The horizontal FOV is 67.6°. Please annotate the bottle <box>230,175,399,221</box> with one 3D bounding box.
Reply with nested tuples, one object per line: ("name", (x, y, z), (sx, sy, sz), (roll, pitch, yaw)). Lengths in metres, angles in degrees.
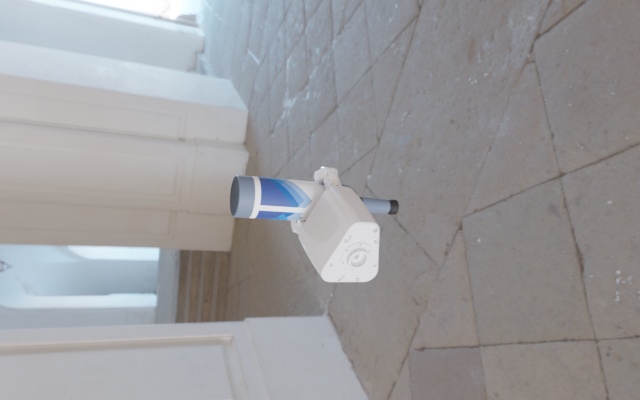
("bottle", (0.000, 0.003, 0.806), (0.296, 0.069, 0.069), (4, -2, -23))
